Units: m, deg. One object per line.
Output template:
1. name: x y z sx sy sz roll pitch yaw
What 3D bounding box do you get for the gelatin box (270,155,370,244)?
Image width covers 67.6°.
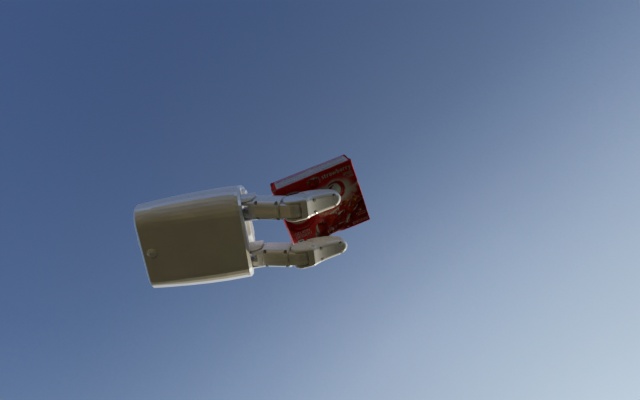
1. gelatin box: 0.000 0.001 0.512 0.089 0.073 0.030 -22 22 -5
